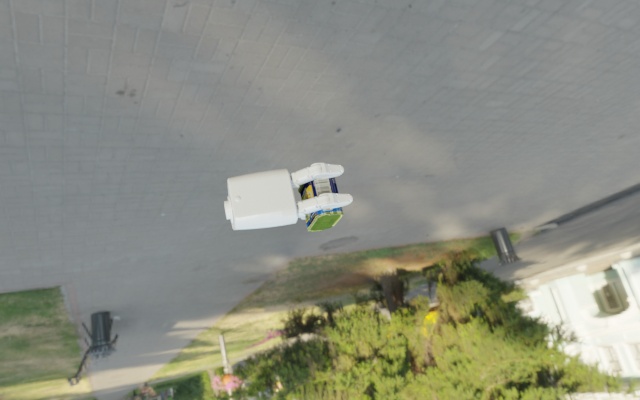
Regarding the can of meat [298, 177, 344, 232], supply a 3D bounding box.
[{"bbox_3d":[0.000,0.003,0.872,0.057,0.084,0.102,-7,-19,-17],"label":"can of meat"}]
